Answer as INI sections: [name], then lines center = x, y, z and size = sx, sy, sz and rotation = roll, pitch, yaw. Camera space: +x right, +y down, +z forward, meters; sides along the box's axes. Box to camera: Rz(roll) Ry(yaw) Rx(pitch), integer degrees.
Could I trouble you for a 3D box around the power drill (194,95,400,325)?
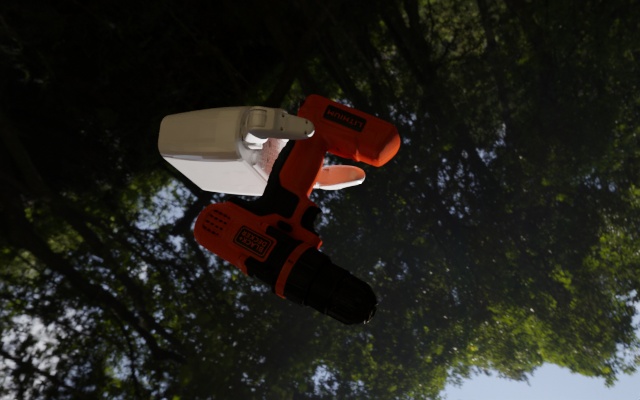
[power drill]
center = 0.000, 0.001, 0.446
size = 0.184, 0.187, 0.057
rotation = 26, -20, 17
